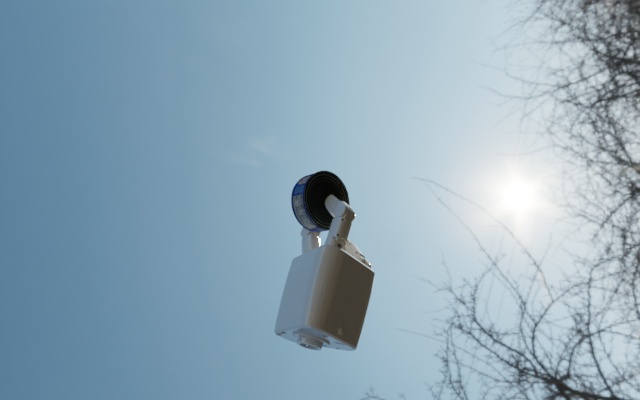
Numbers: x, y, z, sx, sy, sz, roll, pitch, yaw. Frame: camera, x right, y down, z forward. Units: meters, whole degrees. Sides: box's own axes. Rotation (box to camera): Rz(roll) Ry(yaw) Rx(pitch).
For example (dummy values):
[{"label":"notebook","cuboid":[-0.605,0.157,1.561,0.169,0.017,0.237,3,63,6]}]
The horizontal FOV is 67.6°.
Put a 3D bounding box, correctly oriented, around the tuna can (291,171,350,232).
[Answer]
[{"label":"tuna can","cuboid":[0.000,0.002,0.684,0.086,0.086,0.034,0,-9,-42]}]
